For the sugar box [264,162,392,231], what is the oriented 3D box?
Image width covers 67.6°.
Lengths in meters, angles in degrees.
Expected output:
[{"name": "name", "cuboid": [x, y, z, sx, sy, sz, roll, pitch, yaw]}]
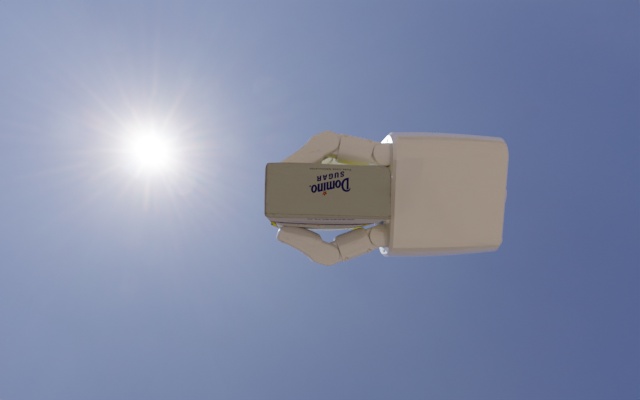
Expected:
[{"name": "sugar box", "cuboid": [0.000, 0.001, 0.424, 0.093, 0.048, 0.176, 1, -8, -4]}]
